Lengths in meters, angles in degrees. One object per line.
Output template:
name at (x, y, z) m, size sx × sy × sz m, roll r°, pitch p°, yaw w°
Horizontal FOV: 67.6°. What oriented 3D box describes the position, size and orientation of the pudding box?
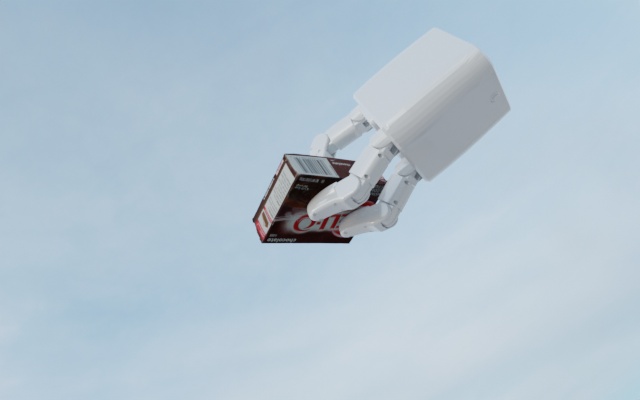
pudding box at (0.000, 0.001, 0.479) m, size 0.113 × 0.090 × 0.039 m, roll 5°, pitch 39°, yaw -33°
